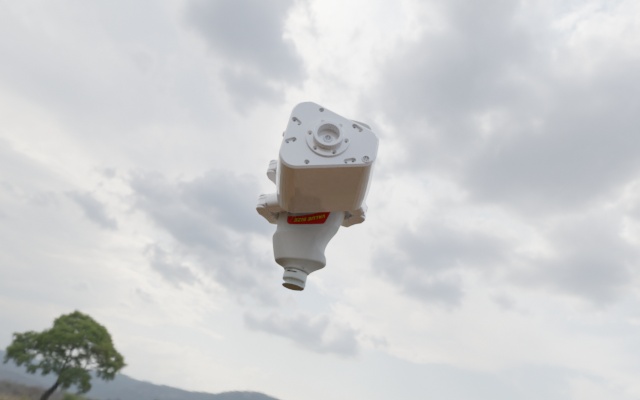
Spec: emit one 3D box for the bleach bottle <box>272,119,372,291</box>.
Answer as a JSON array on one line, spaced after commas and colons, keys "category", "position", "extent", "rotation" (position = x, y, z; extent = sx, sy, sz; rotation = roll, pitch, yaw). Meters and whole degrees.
[{"category": "bleach bottle", "position": [0.000, 0.002, 0.654], "extent": [0.102, 0.250, 0.068], "rotation": [12, -27, 3]}]
